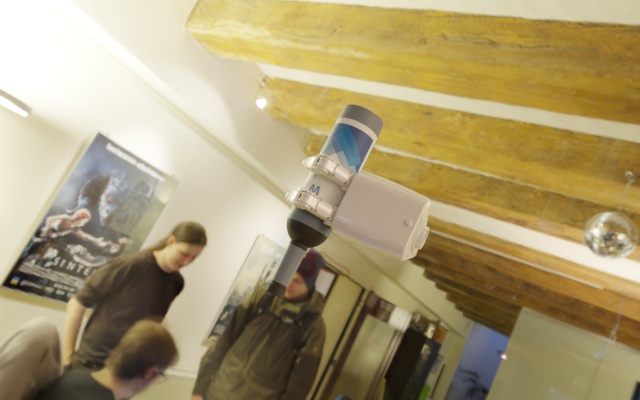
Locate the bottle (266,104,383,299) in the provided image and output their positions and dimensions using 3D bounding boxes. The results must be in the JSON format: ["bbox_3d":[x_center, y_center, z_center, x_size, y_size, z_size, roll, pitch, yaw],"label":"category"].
[{"bbox_3d":[0.000,0.002,0.693,0.069,0.295,0.069,26,-11,5],"label":"bottle"}]
